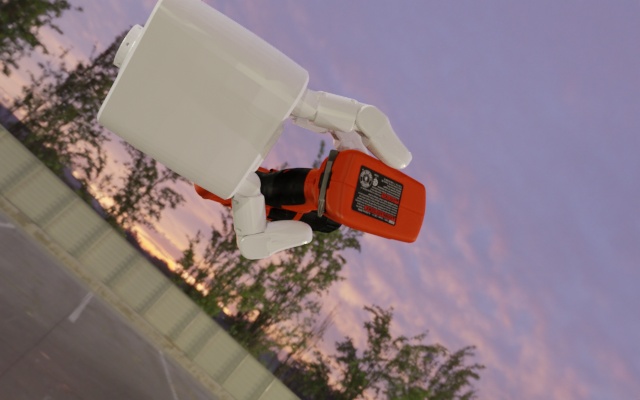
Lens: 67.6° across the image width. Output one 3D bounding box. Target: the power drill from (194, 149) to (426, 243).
[{"bbox_3d":[0.000,0.001,0.444,0.184,0.057,0.187,18,-11,-40],"label":"power drill"}]
